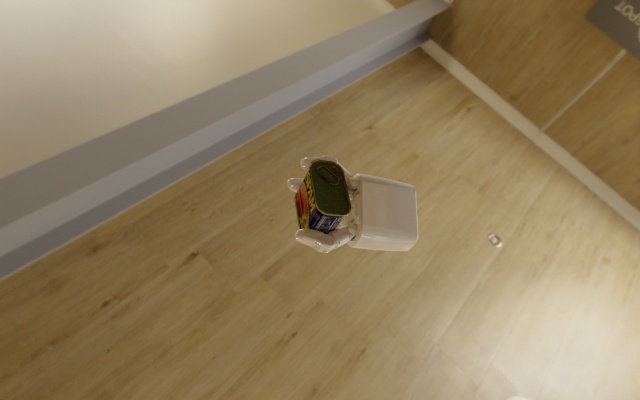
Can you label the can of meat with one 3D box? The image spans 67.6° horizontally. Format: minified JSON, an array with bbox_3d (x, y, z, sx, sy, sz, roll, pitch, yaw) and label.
[{"bbox_3d":[0.000,0.003,0.740,0.057,0.102,0.084,5,-36,-22],"label":"can of meat"}]
